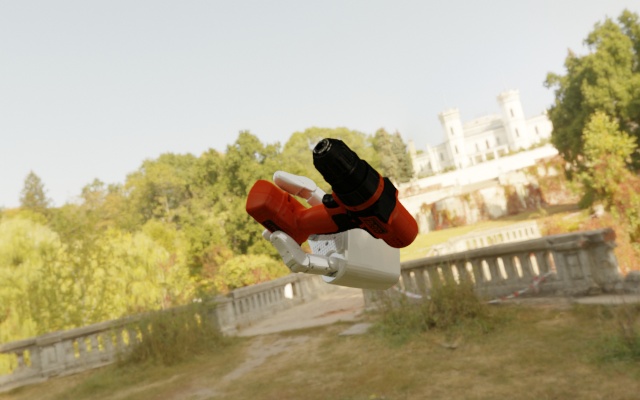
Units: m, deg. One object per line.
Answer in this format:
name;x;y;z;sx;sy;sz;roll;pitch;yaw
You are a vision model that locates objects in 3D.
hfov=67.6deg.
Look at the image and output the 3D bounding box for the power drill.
power drill;0.000;0.002;0.570;0.187;0.057;0.184;-5;-38;40
